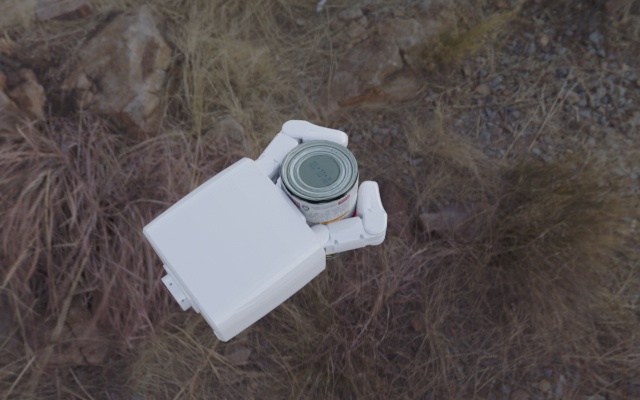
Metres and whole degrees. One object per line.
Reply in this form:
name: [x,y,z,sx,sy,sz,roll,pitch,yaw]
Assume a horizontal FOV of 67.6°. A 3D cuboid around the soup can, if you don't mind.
soup can: [0.001,0.001,0.441,0.068,0.068,0.102,0,-34,2]
